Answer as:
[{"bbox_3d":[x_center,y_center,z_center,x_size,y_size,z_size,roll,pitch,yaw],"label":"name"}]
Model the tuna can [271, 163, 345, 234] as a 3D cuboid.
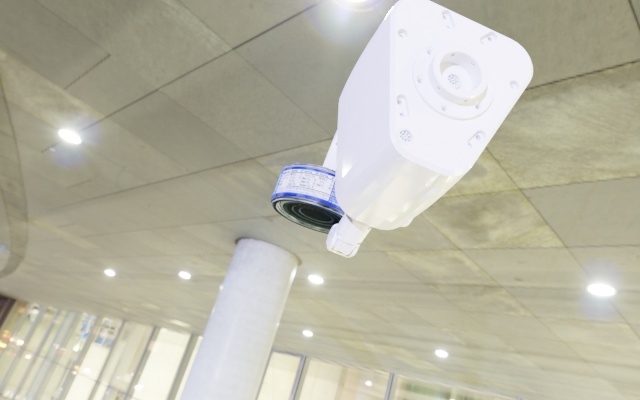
[{"bbox_3d":[0.000,0.002,0.428,0.086,0.033,0.086,16,-18,5],"label":"tuna can"}]
